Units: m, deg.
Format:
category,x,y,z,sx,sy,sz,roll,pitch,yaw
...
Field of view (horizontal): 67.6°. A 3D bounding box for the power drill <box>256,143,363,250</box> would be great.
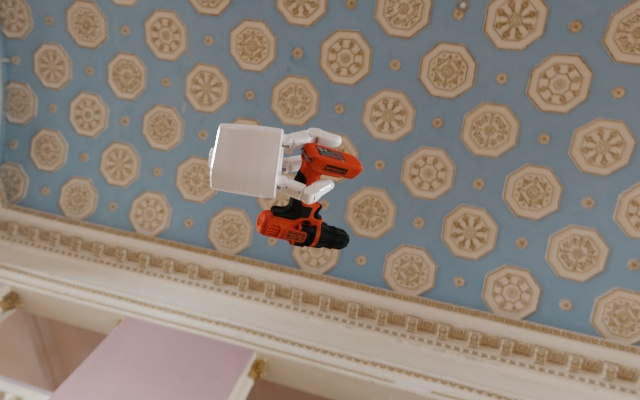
category,x,y,z,sx,sy,sz,roll,pitch,yaw
power drill,0.000,0.002,0.842,0.184,0.188,0.057,13,26,-27
